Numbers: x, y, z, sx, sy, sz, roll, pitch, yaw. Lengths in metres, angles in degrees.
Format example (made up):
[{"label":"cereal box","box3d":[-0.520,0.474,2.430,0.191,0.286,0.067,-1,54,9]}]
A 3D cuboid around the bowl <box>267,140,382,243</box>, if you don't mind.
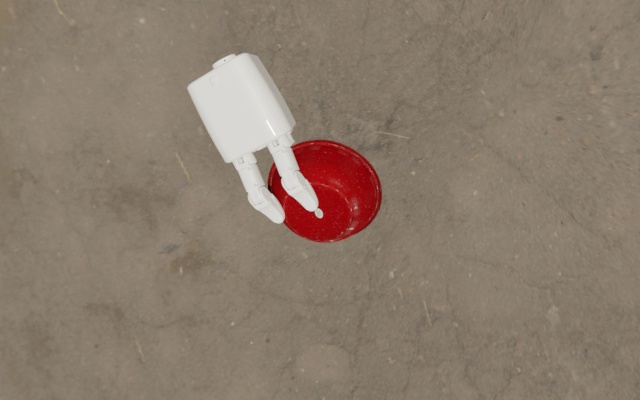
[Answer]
[{"label":"bowl","box3d":[0.001,0.003,0.643,0.162,0.162,0.055,0,33,12]}]
